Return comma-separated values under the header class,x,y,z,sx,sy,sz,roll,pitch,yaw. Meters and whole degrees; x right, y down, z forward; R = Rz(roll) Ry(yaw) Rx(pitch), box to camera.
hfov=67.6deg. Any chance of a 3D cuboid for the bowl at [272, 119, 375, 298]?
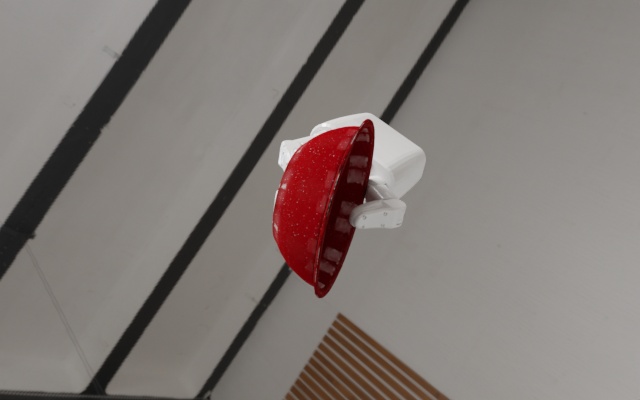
class,x,y,z,sx,sy,sz,roll,pitch,yaw
bowl,-0.001,0.001,0.424,0.055,0.162,0.162,16,3,12
